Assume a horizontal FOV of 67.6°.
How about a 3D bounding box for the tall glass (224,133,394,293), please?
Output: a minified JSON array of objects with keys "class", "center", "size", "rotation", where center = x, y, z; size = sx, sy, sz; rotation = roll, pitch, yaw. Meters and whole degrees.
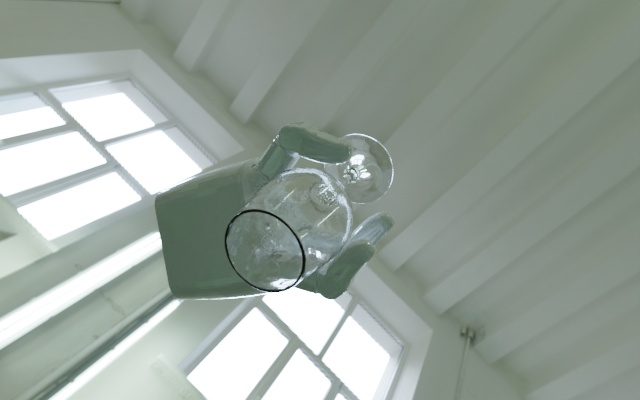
[{"class":"tall glass","center":[0.000,0.001,0.403],"size":[0.079,0.079,0.201],"rotation":[0,20,24]}]
